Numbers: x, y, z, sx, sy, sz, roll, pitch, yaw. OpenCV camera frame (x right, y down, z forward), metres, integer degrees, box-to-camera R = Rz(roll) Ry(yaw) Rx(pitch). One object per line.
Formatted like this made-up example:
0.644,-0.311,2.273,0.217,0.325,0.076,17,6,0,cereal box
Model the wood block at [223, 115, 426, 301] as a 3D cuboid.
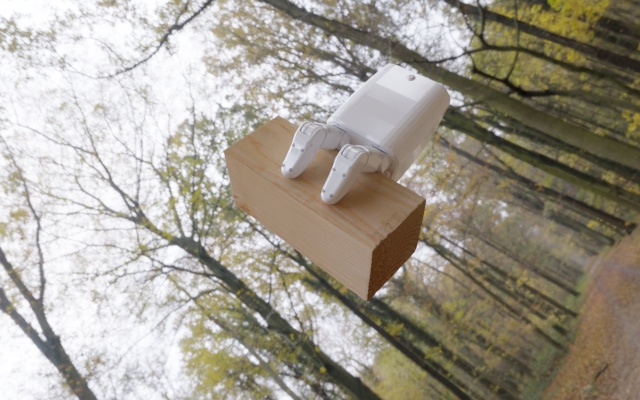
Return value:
0.000,0.002,0.525,0.206,0.091,0.090,33,56,28,wood block
